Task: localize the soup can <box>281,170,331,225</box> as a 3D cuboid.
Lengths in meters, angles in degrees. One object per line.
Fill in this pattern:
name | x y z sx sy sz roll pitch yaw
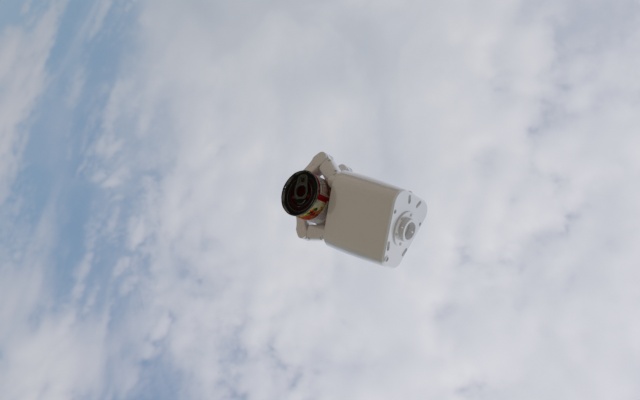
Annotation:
soup can | 0.000 0.002 0.711 0.068 0.068 0.102 0 -15 39
